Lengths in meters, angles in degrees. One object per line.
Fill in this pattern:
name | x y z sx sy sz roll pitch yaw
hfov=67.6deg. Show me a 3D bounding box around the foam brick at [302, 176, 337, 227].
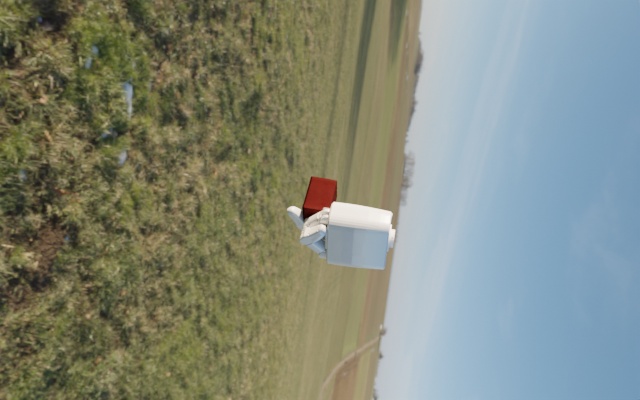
foam brick | 0.000 0.003 0.890 0.051 0.078 0.053 7 -37 9
